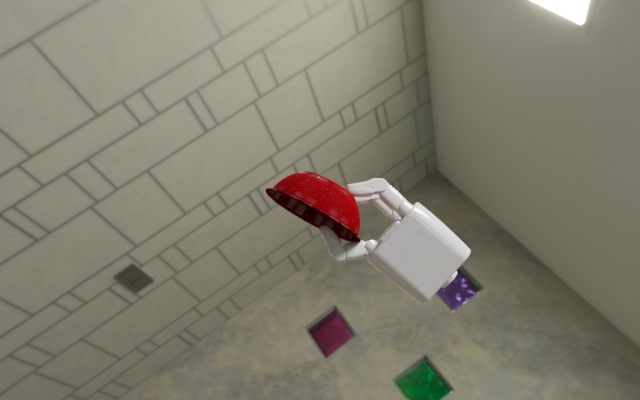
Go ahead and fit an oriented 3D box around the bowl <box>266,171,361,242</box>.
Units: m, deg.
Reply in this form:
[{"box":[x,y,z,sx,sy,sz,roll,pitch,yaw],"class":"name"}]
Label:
[{"box":[-0.001,0.001,0.718,0.162,0.055,0.162,27,-11,5],"class":"bowl"}]
